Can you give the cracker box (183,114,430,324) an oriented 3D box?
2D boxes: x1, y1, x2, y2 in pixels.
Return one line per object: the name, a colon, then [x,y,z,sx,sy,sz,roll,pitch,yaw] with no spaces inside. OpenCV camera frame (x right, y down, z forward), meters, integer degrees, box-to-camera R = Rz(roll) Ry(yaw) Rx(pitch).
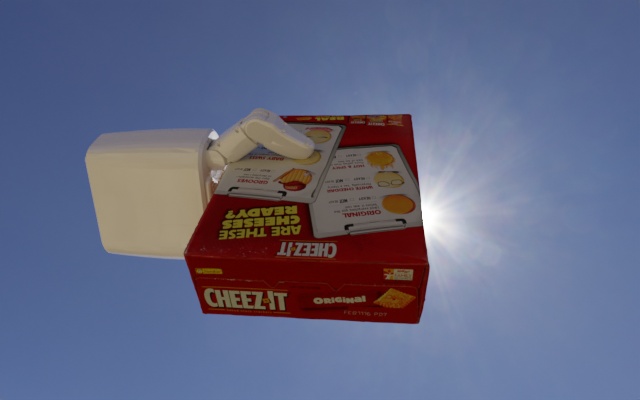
cracker box: [0.000,0.001,0.412,0.164,0.072,0.213,1,37,6]
